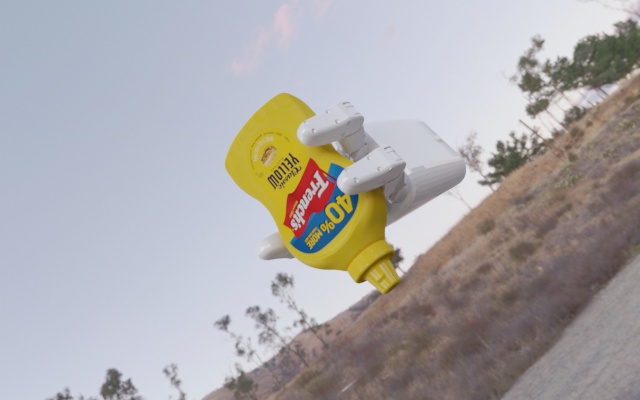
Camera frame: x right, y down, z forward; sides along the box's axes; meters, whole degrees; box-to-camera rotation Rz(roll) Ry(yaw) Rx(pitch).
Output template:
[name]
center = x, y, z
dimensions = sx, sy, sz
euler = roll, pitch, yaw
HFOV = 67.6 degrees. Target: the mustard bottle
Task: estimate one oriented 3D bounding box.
[mustard bottle]
center = 0.000, 0.001, 0.412
dimensions = 0.191, 0.096, 0.058
euler = 50, 17, 23
